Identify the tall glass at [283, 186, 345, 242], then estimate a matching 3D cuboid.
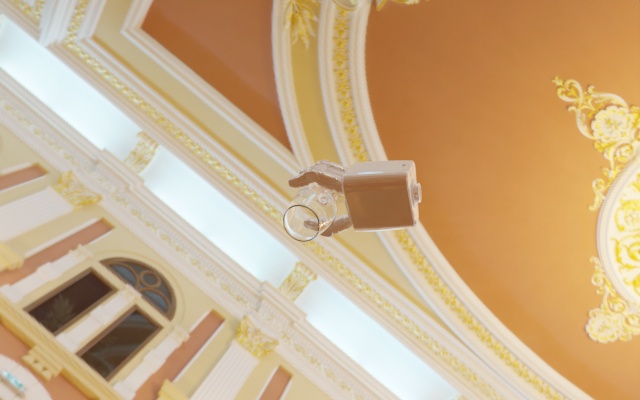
[{"bbox_3d":[0.000,0.003,0.828,0.079,0.079,0.201,0,20,19],"label":"tall glass"}]
